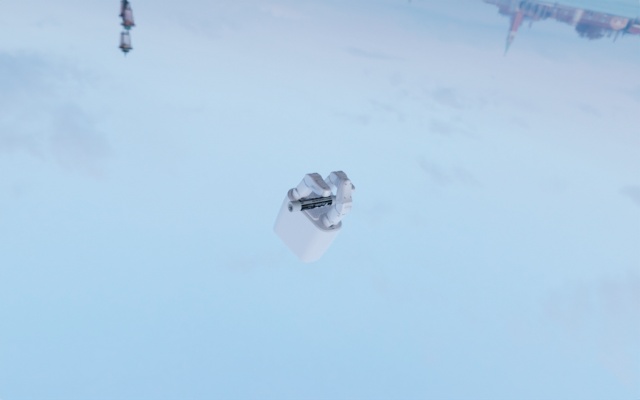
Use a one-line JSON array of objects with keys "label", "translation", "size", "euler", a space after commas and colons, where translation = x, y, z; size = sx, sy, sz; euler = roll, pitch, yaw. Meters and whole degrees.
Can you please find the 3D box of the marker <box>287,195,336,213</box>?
[{"label": "marker", "translation": [0.000, 0.003, 0.803], "size": [0.121, 0.020, 0.020], "euler": [-9, 5, -35]}]
